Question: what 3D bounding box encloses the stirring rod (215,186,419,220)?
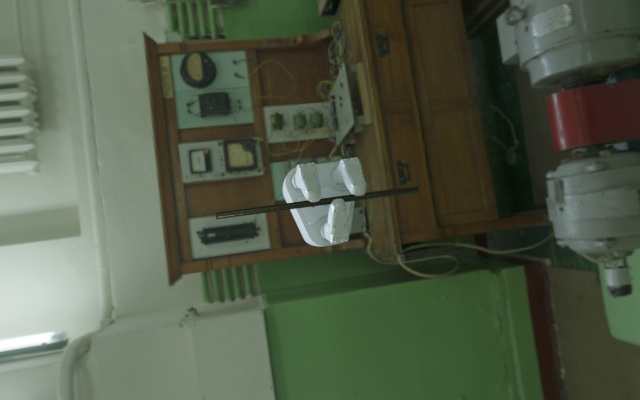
[{"bbox_3d":[0.000,0.002,0.557,0.239,0.011,0.011,-8,1,-9],"label":"stirring rod"}]
